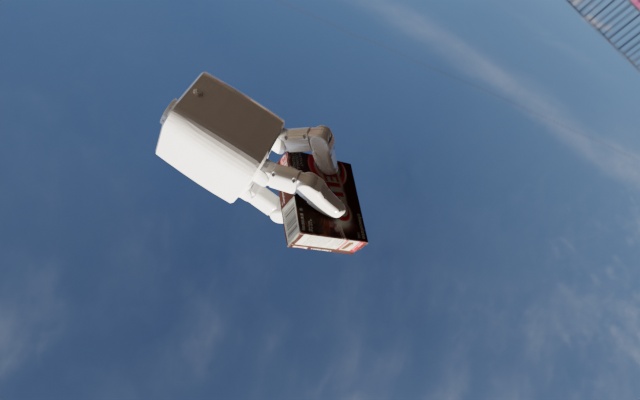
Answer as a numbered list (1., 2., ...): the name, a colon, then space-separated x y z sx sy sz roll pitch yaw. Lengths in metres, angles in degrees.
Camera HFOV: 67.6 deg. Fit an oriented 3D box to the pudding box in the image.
1. pudding box: 0.000 0.002 0.548 0.090 0.113 0.039 10 -33 -30
